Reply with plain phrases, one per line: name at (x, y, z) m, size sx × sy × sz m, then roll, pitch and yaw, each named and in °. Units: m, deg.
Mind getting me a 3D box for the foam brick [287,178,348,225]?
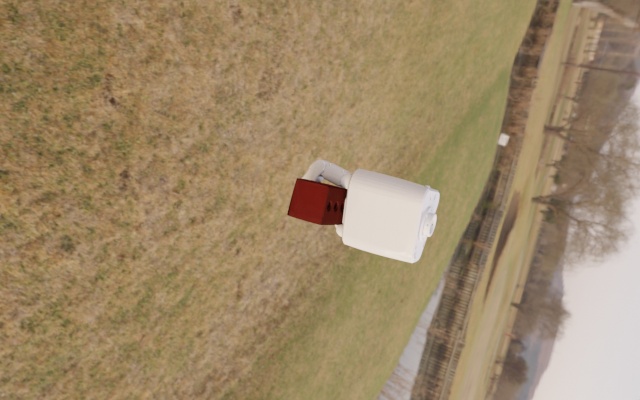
foam brick at (0.000, 0.002, 0.652) m, size 0.051 × 0.053 × 0.078 m, roll 16°, pitch 6°, yaw 25°
